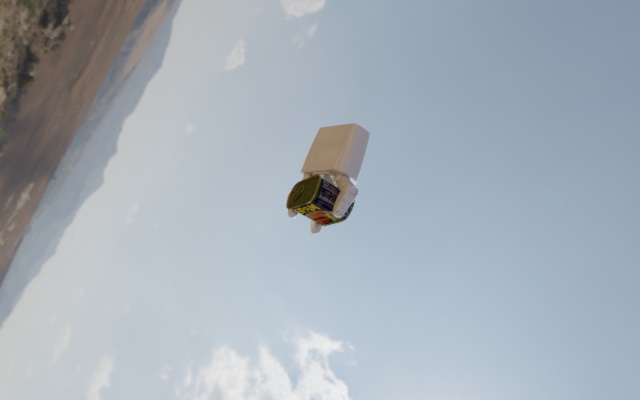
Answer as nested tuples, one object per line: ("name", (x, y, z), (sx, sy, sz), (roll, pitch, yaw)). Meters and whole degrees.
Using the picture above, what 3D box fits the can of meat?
("can of meat", (0.000, 0.003, 0.869), (0.084, 0.057, 0.102), (29, -24, -25))
